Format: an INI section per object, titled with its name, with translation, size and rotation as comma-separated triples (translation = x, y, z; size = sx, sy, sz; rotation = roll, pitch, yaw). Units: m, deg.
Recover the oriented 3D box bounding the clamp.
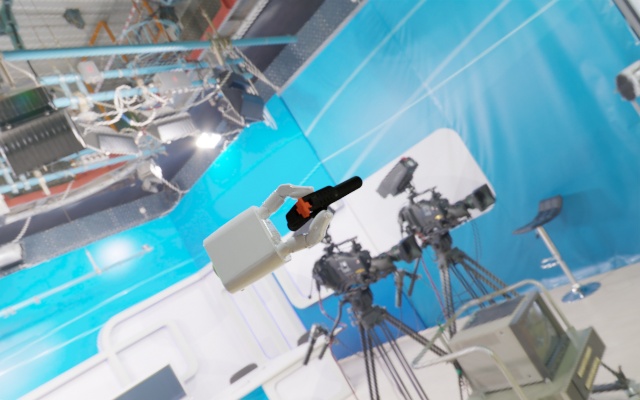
[clamp]
translation = -0.001, 0.002, 0.799
size = 0.164, 0.036, 0.210
rotation = -35, -5, 3
